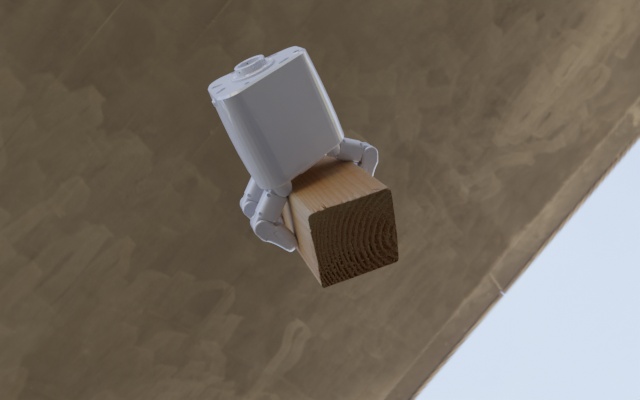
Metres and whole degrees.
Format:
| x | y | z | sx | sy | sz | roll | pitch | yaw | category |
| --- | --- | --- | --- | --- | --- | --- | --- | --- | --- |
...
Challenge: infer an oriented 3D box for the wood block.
| x | y | z | sx | sy | sz | roll | pitch | yaw | category |
| --- | --- | --- | --- | --- | --- | --- | --- | --- | --- |
| 0.000 | 0.001 | 0.562 | 0.091 | 0.090 | 0.206 | -18 | 27 | -14 | wood block |
